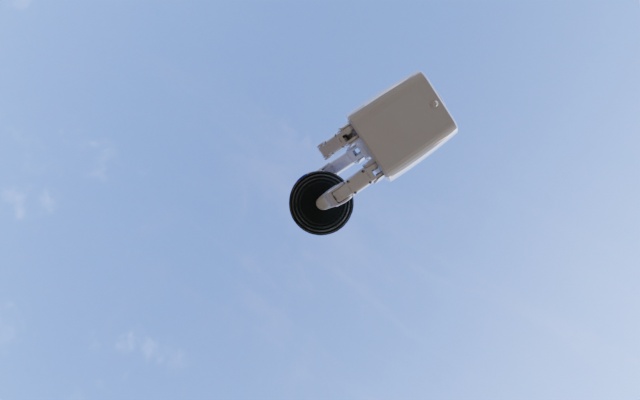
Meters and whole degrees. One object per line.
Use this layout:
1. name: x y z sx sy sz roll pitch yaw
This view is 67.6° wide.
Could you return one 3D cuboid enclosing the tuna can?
1. tuna can: 0.000 0.002 0.643 0.086 0.086 0.033 0 7 -4
